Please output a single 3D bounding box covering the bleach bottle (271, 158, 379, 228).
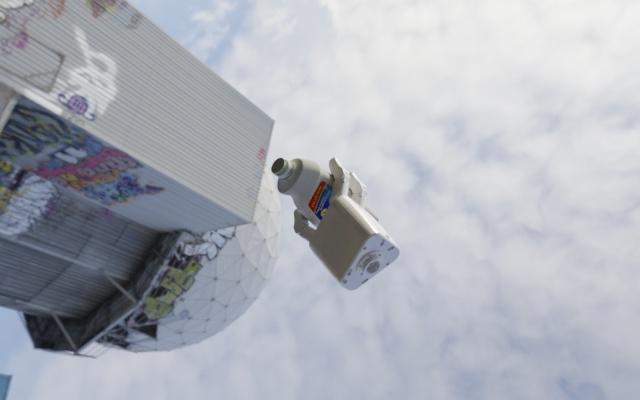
[{"bbox_3d":[0.000,0.003,0.847,0.251,0.102,0.068,35,9,-44],"label":"bleach bottle"}]
